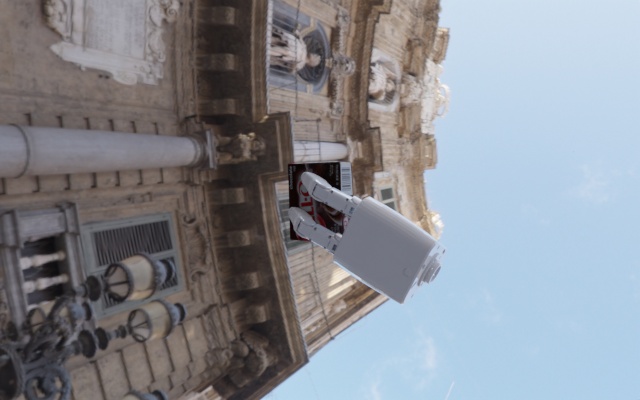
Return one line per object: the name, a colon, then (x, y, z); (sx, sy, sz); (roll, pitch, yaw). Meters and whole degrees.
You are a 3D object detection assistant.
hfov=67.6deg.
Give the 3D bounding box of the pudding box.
pudding box: (0.000, 0.002, 0.668); (0.090, 0.113, 0.039); (1, 2, 34)
